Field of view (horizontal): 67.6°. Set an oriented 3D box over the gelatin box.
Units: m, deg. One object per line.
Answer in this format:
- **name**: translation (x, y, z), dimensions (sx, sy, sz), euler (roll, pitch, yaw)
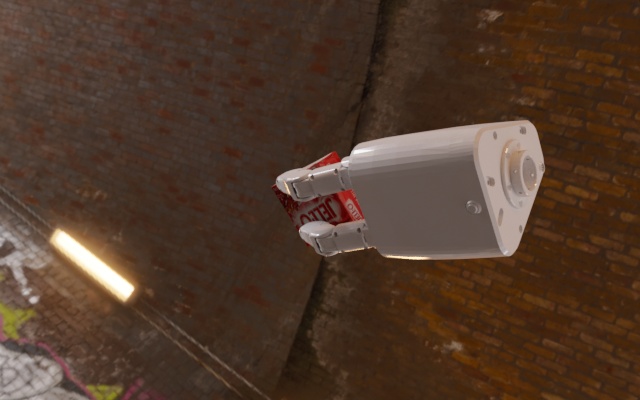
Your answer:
- **gelatin box**: translation (0.000, 0.001, 0.463), dimensions (0.030, 0.073, 0.089), euler (-36, 9, -36)
